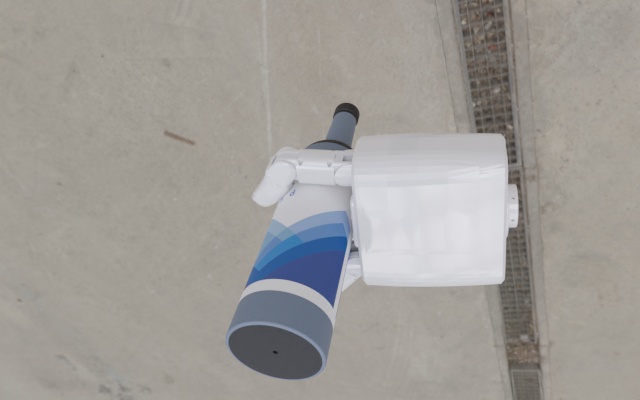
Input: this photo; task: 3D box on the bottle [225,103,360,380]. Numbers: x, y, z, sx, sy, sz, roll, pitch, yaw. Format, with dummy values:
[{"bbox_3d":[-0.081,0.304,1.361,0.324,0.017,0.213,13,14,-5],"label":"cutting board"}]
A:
[{"bbox_3d":[0.000,0.001,0.410,0.069,0.069,0.295,0,41,15],"label":"bottle"}]
